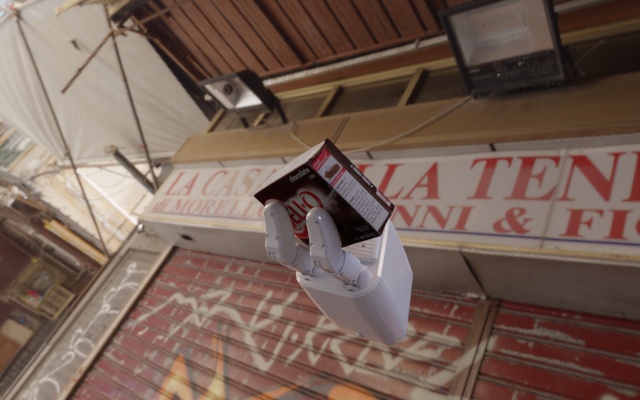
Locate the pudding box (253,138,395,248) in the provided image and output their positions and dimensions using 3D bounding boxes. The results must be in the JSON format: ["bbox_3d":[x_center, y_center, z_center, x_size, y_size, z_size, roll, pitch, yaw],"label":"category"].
[{"bbox_3d":[0.000,0.001,0.439,0.090,0.039,0.113,43,-33,-14],"label":"pudding box"}]
